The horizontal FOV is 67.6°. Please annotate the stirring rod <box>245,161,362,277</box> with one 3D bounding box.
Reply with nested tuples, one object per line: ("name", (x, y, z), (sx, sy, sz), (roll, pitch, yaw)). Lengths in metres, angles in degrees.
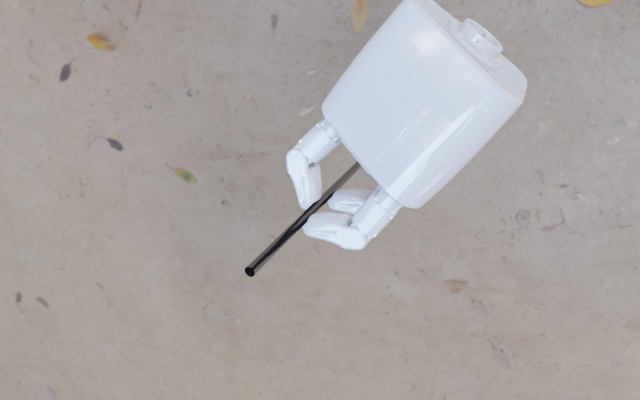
("stirring rod", (0.000, 0.001, 0.428), (0.011, 0.011, 0.239), (0, 24, 26))
